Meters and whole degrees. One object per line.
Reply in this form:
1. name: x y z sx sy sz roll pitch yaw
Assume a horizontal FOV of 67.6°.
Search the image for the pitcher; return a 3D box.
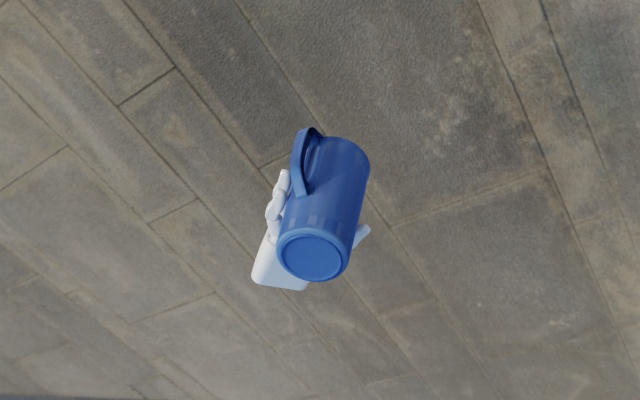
1. pitcher: 0.000 0.003 0.766 0.149 0.145 0.242 21 38 -5
